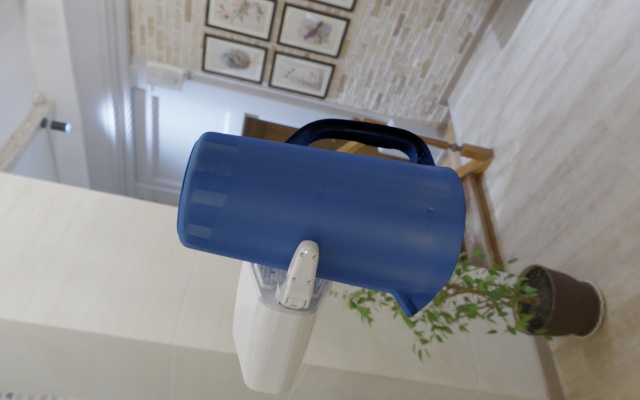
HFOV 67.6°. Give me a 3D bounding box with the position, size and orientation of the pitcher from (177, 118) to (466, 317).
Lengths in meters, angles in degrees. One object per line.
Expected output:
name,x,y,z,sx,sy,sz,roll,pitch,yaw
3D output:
pitcher,0.000,0.002,0.453,0.243,0.145,0.149,11,23,-8
